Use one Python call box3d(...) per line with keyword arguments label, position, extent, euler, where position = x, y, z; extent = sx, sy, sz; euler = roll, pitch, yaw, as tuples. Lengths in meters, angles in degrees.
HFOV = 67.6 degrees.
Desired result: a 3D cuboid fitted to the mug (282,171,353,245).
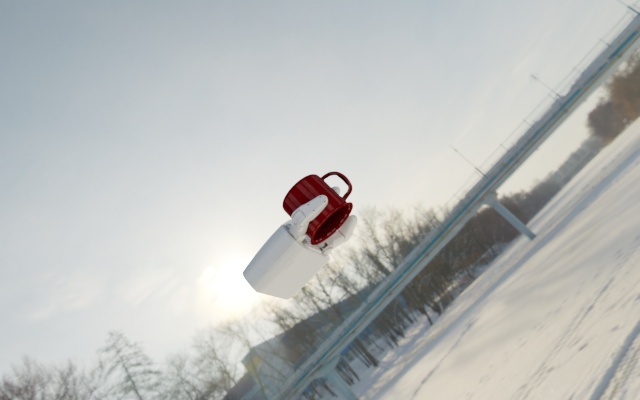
box3d(label="mug", position=(0.001, 0.001, 0.774), extent=(0.081, 0.117, 0.093), euler=(45, 9, 19))
